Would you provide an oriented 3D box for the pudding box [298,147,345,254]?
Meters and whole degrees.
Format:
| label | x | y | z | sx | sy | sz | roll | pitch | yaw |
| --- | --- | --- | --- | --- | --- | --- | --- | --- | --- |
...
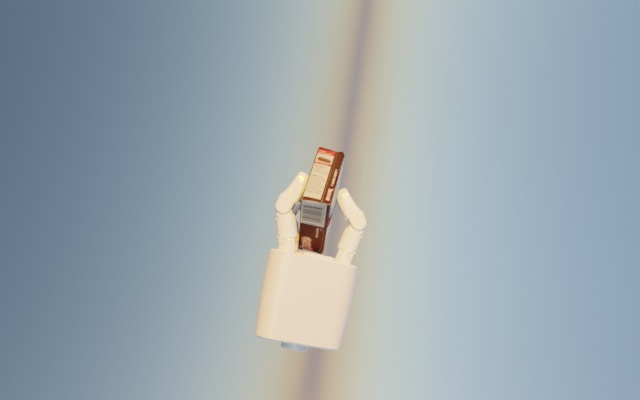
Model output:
| label | x | y | z | sx | sy | sz | roll | pitch | yaw |
| --- | --- | --- | --- | --- | --- | --- | --- | --- | --- |
| pudding box | 0.000 | 0.002 | 0.618 | 0.039 | 0.090 | 0.114 | 14 | -37 | 3 |
